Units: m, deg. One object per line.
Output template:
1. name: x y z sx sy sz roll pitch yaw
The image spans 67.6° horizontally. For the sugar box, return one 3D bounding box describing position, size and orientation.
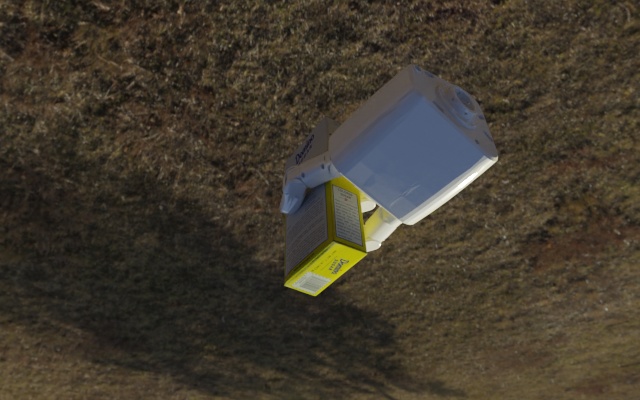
1. sugar box: 0.001 0.002 0.513 0.048 0.176 0.093 24 -47 -24
